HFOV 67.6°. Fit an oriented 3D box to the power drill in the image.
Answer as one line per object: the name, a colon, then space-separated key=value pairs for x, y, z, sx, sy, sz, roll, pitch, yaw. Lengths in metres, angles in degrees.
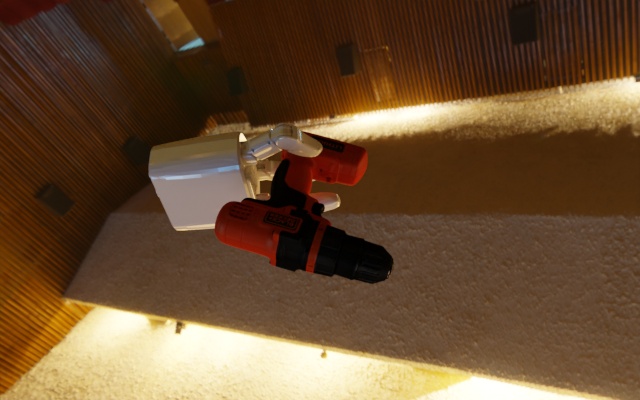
power drill: x=0.000 y=0.001 z=0.532 sx=0.184 sy=0.057 sz=0.187 roll=17 pitch=40 yaw=4
